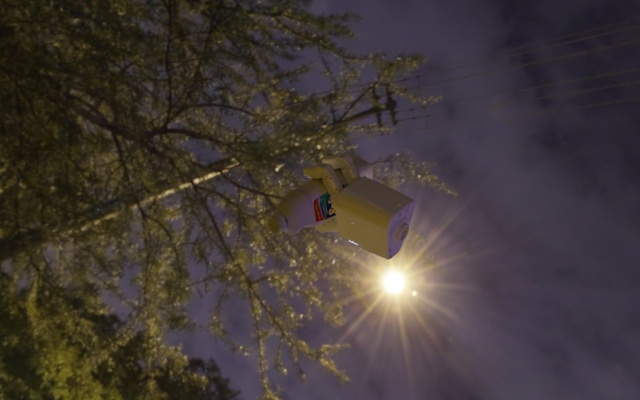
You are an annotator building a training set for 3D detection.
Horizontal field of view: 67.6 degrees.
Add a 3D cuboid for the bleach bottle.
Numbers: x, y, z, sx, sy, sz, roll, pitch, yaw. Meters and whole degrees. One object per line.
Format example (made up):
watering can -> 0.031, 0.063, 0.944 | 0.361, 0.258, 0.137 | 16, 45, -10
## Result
bleach bottle -> 0.000, 0.003, 0.867 | 0.068, 0.103, 0.250 | 27, 37, 29
